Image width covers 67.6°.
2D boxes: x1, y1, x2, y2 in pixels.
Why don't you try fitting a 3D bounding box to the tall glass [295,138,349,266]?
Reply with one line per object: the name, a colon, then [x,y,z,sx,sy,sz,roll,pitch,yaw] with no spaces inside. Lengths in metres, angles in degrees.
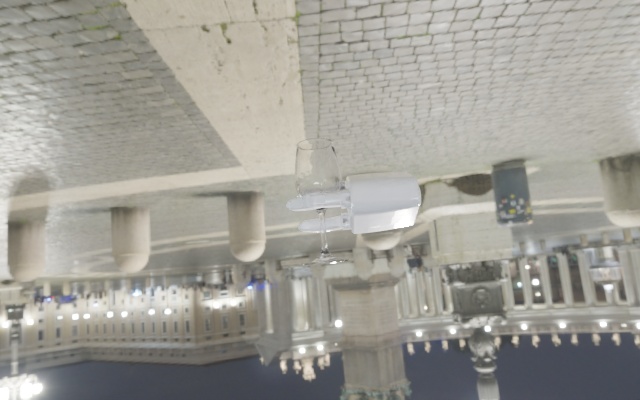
tall glass: [0.000,0.003,0.781,0.079,0.201,0.079,-6,-9,-1]
